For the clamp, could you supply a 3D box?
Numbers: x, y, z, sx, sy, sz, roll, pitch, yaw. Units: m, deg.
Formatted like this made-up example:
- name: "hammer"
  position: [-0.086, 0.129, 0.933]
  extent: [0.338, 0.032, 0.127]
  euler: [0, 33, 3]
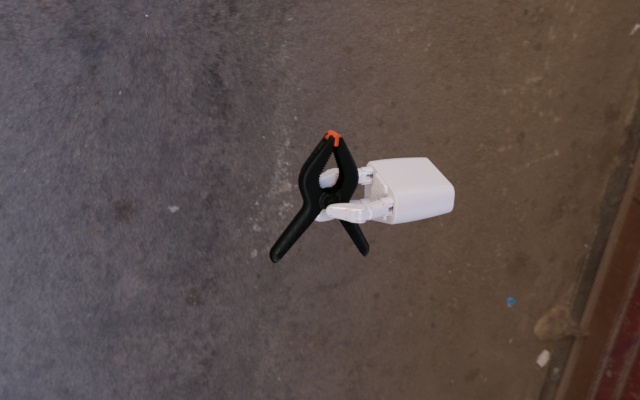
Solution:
- name: "clamp"
  position: [0.001, 0.002, 0.716]
  extent: [0.164, 0.210, 0.036]
  euler: [-9, 23, -20]
